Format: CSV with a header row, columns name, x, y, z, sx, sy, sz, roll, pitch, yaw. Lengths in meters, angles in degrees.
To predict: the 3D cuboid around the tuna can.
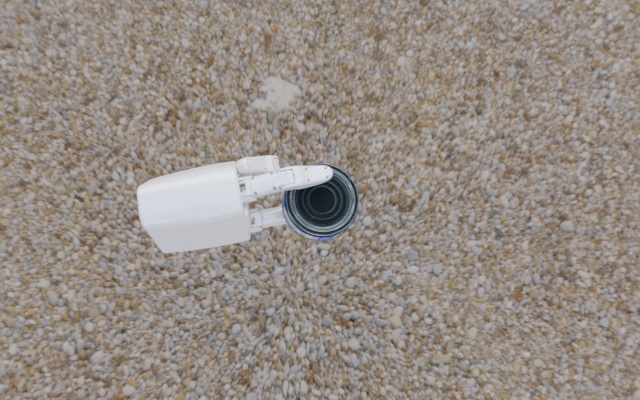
name,x,y,z,sx,sy,sz,roll,pitch,yaw
tuna can,0.000,0.002,0.541,0.086,0.086,0.034,0,-12,-9
